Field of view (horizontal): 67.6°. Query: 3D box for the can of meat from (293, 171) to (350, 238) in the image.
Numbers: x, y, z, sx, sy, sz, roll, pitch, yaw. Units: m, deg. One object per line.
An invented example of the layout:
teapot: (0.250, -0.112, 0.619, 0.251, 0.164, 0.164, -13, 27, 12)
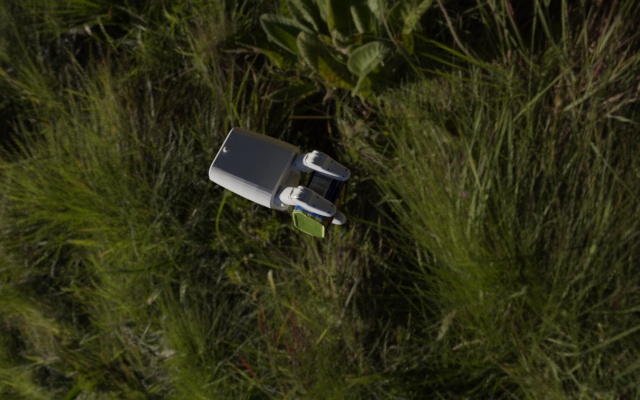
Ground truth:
can of meat: (0.000, 0.003, 0.709, 0.057, 0.084, 0.102, 23, -17, 8)
